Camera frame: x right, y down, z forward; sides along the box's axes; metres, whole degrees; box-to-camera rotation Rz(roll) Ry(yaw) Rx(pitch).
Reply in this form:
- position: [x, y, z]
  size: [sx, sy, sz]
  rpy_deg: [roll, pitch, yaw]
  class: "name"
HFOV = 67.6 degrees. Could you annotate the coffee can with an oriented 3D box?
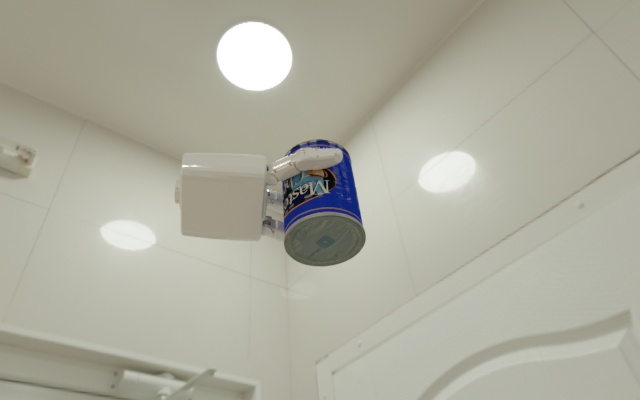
- position: [0.000, 0.002, 0.640]
  size: [0.103, 0.140, 0.103]
  rpy_deg: [-3, -43, -3]
  class: "coffee can"
